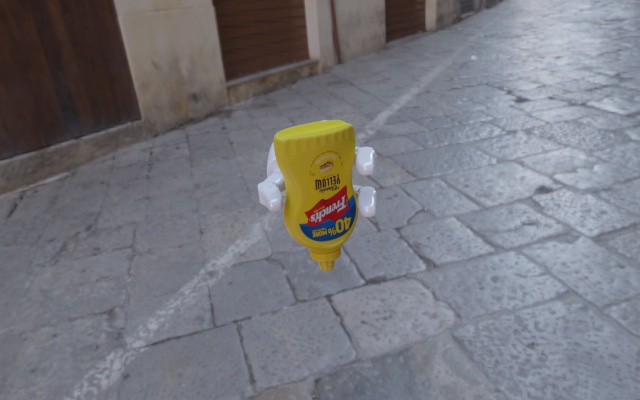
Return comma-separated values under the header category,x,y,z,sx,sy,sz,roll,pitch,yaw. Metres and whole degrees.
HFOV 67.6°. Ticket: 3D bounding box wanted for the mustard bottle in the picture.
category,x,y,z,sx,sy,sz,roll,pitch,yaw
mustard bottle,0.000,0.002,0.596,0.096,0.192,0.058,-16,26,-24
